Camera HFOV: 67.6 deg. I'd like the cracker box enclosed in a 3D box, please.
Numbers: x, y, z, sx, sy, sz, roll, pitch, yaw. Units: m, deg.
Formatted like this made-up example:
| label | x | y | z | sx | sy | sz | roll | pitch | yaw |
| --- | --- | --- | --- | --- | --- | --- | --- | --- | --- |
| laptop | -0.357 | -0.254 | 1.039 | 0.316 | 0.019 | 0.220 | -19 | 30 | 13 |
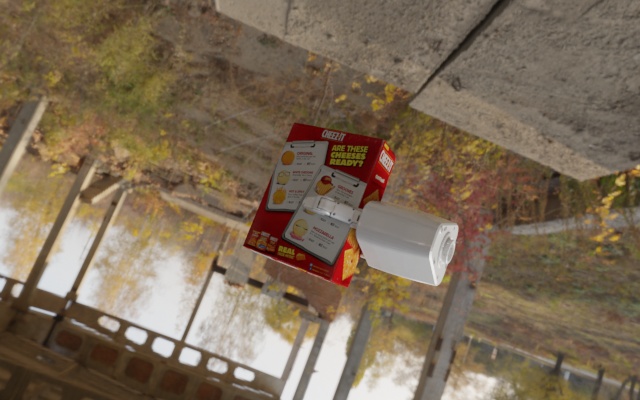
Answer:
| label | x | y | z | sx | sy | sz | roll | pitch | yaw |
| --- | --- | --- | --- | --- | --- | --- | --- | --- | --- |
| cracker box | 0.000 | 0.002 | 0.725 | 0.164 | 0.213 | 0.072 | 16 | -11 | 30 |
